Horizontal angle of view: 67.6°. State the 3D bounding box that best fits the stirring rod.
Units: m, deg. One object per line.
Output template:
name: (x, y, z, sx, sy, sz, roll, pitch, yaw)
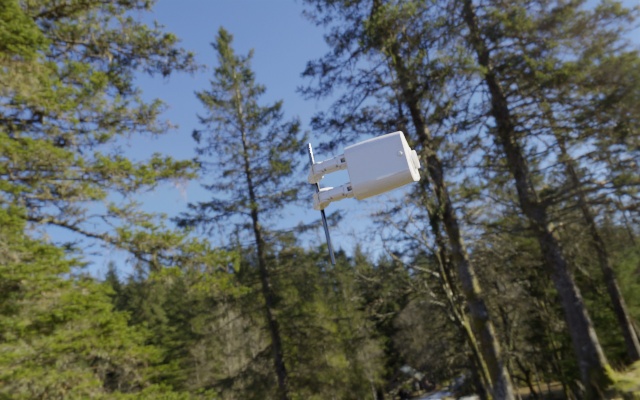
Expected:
stirring rod: (0.000, 0.003, 0.887, 0.011, 0.239, 0.011, -11, -19, -4)
